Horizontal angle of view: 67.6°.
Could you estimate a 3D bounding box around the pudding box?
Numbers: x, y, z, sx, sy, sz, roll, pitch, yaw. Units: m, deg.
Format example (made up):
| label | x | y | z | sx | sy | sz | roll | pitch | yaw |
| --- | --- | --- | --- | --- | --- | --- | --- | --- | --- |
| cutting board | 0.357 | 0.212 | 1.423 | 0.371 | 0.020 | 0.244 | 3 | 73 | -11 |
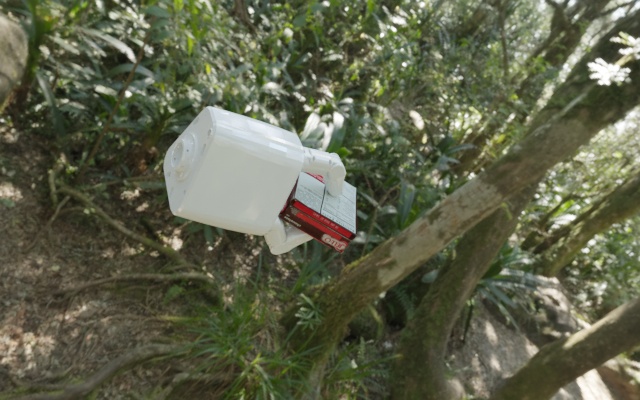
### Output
| label | x | y | z | sx | sy | sz | roll | pitch | yaw |
| --- | --- | --- | --- | --- | --- | --- | --- | --- | --- |
| pudding box | 0.000 | 0.002 | 0.588 | 0.090 | 0.039 | 0.113 | 32 | 30 | -15 |
